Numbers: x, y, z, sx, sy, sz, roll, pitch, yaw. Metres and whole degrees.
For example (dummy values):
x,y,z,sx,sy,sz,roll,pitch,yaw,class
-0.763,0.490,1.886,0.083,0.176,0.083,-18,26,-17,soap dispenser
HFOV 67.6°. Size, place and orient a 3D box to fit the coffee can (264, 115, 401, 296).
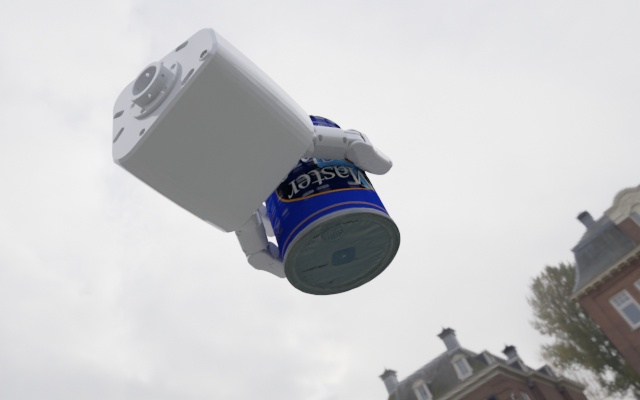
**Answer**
x,y,z,sx,sy,sz,roll,pitch,yaw,class
0.000,0.002,0.446,0.103,0.103,0.140,0,42,-23,coffee can
